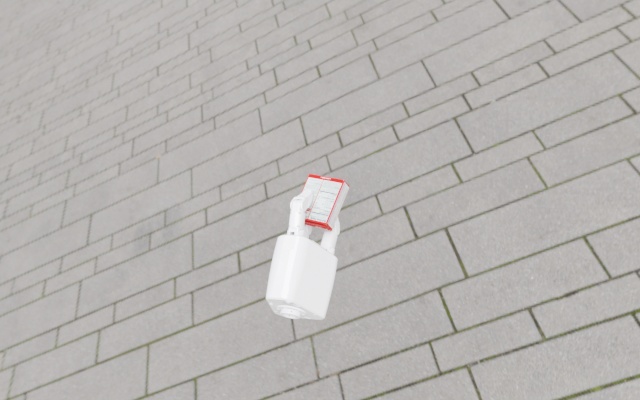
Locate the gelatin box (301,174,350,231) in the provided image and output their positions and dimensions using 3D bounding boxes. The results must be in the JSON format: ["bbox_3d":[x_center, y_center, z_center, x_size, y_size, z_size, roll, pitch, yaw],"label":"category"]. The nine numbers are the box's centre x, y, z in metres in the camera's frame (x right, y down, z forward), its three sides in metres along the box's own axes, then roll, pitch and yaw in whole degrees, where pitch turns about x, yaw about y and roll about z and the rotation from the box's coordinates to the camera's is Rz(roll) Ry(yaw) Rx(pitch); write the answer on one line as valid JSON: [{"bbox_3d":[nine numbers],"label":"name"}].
[{"bbox_3d":[0.000,0.002,0.824,0.073,0.089,0.030,11,-20,31],"label":"gelatin box"}]
